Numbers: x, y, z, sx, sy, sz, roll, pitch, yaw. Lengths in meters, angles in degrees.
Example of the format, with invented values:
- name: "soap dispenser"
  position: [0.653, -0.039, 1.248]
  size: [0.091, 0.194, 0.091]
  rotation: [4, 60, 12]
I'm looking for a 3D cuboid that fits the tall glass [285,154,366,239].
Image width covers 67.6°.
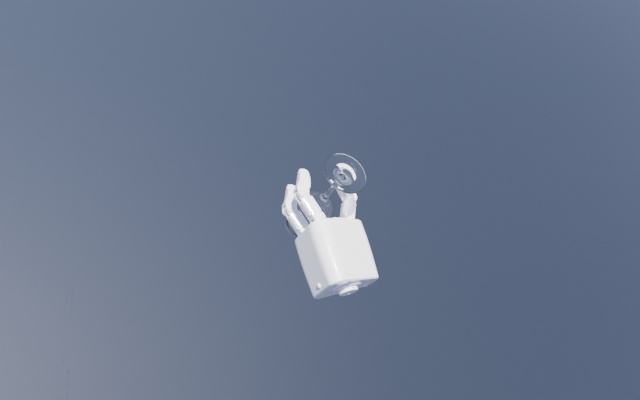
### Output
- name: "tall glass"
  position: [0.000, 0.002, 0.838]
  size: [0.079, 0.079, 0.201]
  rotation: [0, -27, -27]
